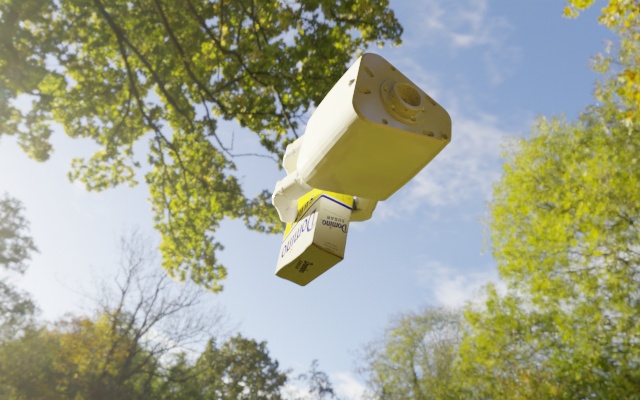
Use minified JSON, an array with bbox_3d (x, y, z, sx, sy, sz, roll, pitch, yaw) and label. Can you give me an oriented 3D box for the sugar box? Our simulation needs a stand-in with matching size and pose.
[{"bbox_3d":[0.000,0.001,0.555,0.048,0.176,0.093,27,-39,-16],"label":"sugar box"}]
